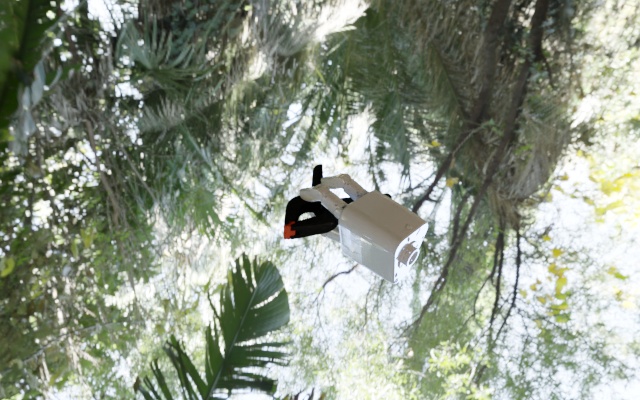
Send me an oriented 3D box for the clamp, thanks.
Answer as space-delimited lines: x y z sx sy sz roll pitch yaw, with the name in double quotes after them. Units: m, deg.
0.000 0.004 0.817 0.164 0.036 0.210 30 41 32 "clamp"
